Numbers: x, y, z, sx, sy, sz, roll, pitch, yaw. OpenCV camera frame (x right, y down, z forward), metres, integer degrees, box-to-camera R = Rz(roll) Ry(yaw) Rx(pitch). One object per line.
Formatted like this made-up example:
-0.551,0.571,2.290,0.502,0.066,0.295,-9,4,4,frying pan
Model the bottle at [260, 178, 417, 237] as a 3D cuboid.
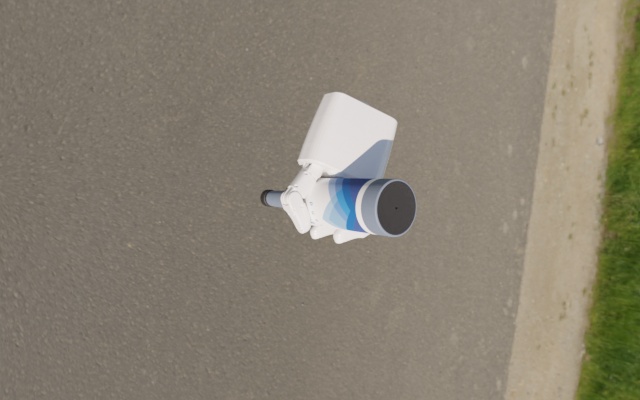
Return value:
0.000,0.002,0.659,0.069,0.069,0.295,0,2,-36,bottle
